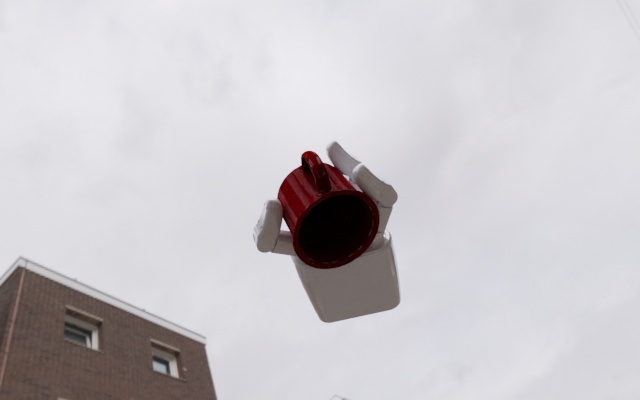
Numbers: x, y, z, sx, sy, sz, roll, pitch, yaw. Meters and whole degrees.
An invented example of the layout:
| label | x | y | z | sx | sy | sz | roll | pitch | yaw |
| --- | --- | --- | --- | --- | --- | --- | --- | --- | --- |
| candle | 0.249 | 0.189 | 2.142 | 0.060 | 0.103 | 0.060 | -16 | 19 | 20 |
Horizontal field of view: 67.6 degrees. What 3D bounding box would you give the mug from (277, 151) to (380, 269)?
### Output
| label | x | y | z | sx | sy | sz | roll | pitch | yaw |
| --- | --- | --- | --- | --- | --- | --- | --- | --- | --- |
| mug | 0.000 | 0.000 | 0.495 | 0.093 | 0.117 | 0.081 | -23 | 36 | -9 |
